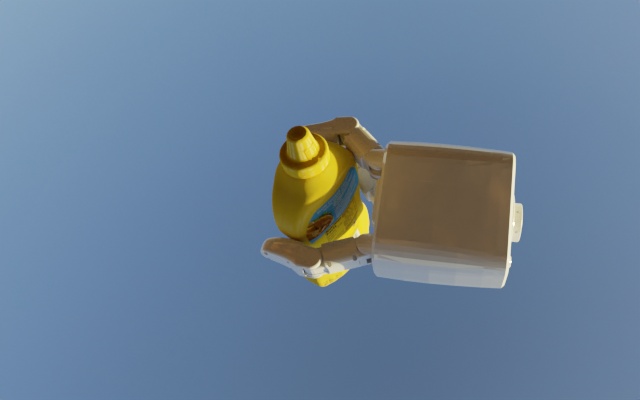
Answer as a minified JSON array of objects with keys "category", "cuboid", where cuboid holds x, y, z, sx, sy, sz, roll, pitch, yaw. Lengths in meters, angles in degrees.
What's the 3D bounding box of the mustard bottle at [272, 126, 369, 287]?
[{"category":"mustard bottle","cuboid":[0.000,0.002,0.447,0.058,0.096,0.192,29,-24,27]}]
